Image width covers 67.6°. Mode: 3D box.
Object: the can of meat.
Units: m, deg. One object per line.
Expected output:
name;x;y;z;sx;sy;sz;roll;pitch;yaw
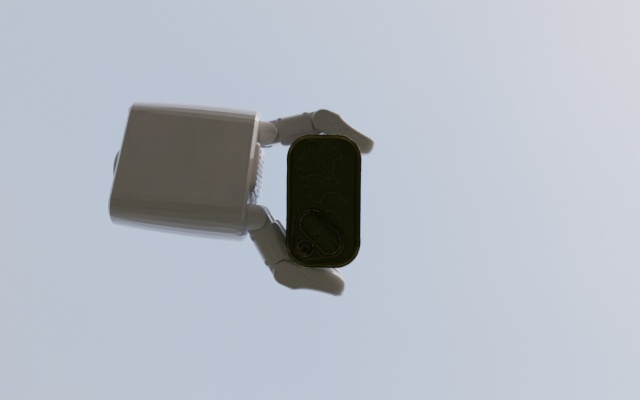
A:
can of meat;0.000;0.001;0.402;0.057;0.102;0.084;1;-1;-3
